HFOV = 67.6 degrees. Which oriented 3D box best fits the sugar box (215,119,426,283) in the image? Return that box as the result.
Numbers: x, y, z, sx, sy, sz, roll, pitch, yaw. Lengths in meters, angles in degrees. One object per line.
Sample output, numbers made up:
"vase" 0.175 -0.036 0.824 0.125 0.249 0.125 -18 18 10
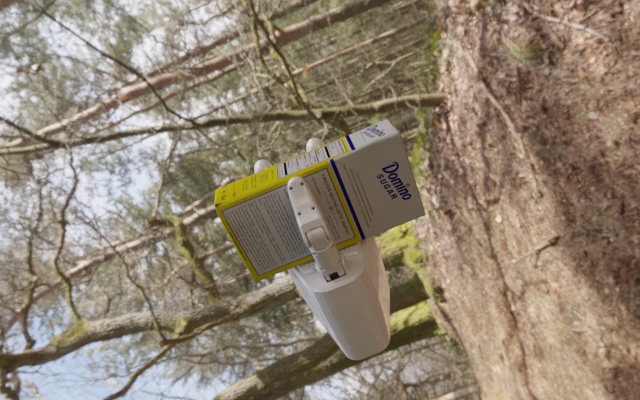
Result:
"sugar box" 0.000 0.001 0.448 0.176 0.093 0.048 -22 29 1
